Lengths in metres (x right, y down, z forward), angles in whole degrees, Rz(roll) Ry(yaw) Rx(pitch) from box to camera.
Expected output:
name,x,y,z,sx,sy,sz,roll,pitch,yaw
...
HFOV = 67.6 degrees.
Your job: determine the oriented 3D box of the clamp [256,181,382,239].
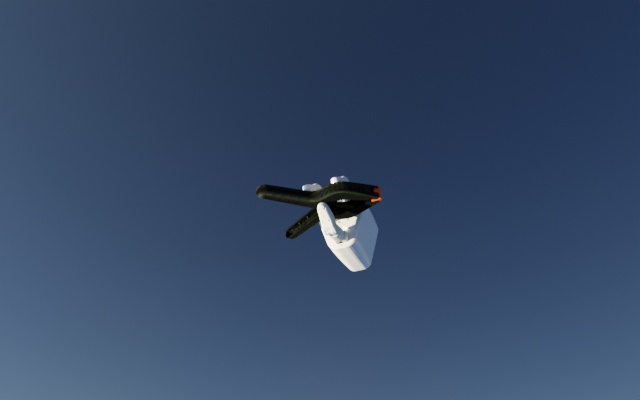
name,x,y,z,sx,sy,sz,roll,pitch,yaw
clamp,0.001,0.003,0.842,0.210,0.036,0.165,-16,-36,17
